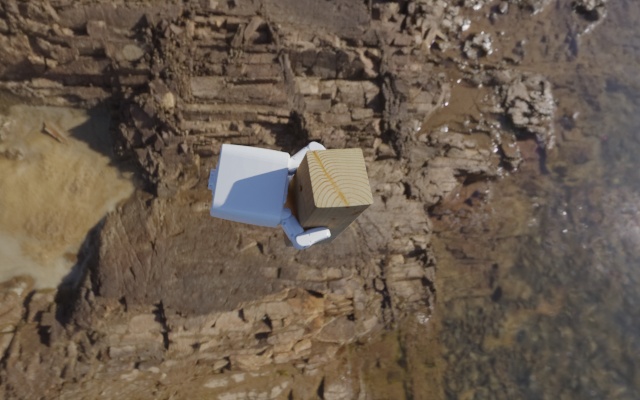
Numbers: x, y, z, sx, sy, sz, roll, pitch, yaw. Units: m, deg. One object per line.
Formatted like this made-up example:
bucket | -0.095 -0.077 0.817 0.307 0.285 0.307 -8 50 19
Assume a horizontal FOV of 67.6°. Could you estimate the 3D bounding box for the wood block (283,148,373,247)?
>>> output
wood block | 0.000 0.003 0.776 0.090 0.090 0.206 -4 -19 -18
